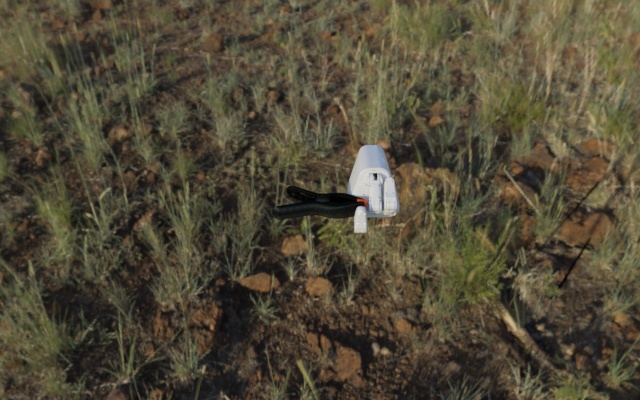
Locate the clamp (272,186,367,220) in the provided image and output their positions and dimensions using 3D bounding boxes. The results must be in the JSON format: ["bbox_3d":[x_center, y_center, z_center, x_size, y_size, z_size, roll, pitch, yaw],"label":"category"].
[{"bbox_3d":[0.000,0.002,0.898,0.171,0.039,0.120,2,30,1],"label":"clamp"}]
